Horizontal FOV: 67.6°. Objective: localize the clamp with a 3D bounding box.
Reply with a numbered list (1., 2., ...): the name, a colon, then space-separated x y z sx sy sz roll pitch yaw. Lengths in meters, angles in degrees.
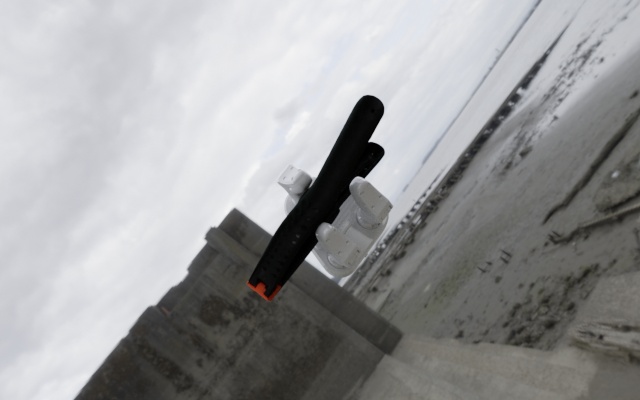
1. clamp: -0.001 0.002 0.457 0.036 0.210 0.164 35 -9 12
